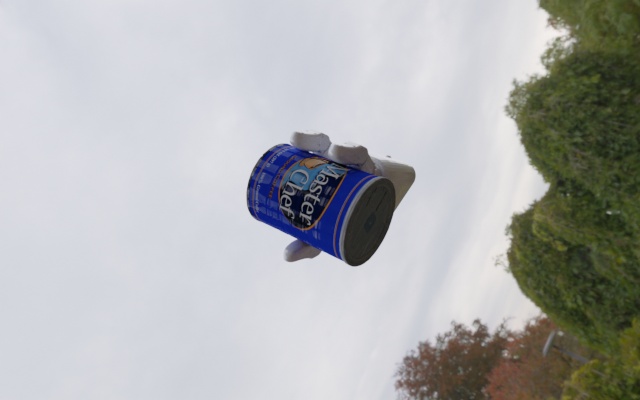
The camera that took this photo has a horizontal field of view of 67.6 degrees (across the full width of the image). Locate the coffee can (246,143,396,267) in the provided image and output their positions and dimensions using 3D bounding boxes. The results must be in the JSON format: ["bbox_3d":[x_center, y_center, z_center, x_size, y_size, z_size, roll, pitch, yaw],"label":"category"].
[{"bbox_3d":[0.000,0.002,0.550,0.140,0.103,0.103,23,12,31],"label":"coffee can"}]
